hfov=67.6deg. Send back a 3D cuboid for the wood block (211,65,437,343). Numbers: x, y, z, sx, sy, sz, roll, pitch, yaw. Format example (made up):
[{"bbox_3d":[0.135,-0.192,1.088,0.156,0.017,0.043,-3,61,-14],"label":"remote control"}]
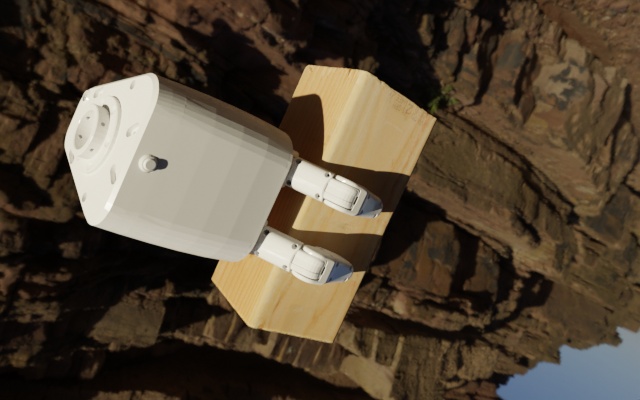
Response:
[{"bbox_3d":[0.000,0.001,0.408,0.090,0.206,0.090,23,4,-36],"label":"wood block"}]
